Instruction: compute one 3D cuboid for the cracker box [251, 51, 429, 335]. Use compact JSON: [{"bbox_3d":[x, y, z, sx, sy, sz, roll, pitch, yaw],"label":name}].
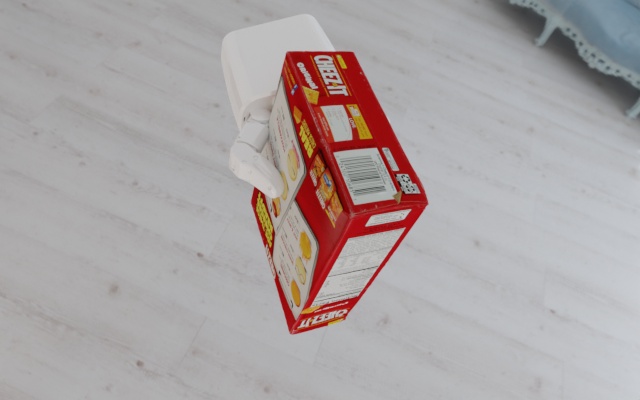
[{"bbox_3d":[0.000,0.001,0.436,0.072,0.164,0.214,-7,-33,-21],"label":"cracker box"}]
